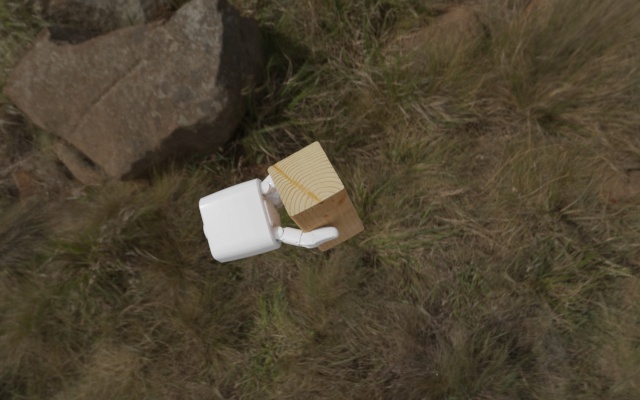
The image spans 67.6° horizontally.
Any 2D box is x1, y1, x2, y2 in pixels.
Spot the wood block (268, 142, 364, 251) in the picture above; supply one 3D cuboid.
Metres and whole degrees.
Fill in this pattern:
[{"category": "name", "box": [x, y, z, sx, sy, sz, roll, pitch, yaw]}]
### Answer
[{"category": "wood block", "box": [0.000, 0.003, 0.784, 0.090, 0.090, 0.206, -28, -24, 2]}]
